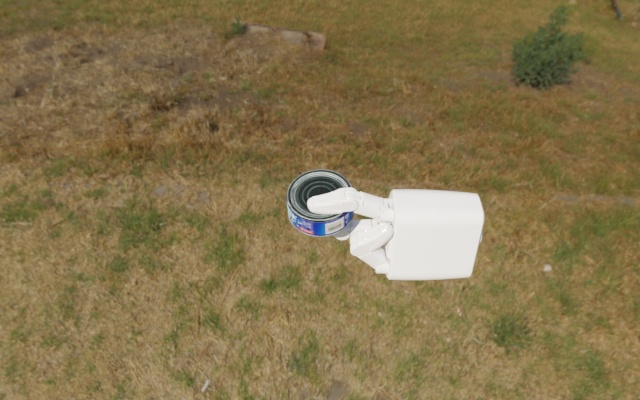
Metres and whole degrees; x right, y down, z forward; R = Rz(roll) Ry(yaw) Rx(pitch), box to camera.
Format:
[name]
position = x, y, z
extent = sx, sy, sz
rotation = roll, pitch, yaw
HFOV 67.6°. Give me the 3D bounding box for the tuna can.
[tuna can]
position = 0.000, 0.002, 0.600
extent = 0.086, 0.086, 0.034
rotation = 0, -39, 3
